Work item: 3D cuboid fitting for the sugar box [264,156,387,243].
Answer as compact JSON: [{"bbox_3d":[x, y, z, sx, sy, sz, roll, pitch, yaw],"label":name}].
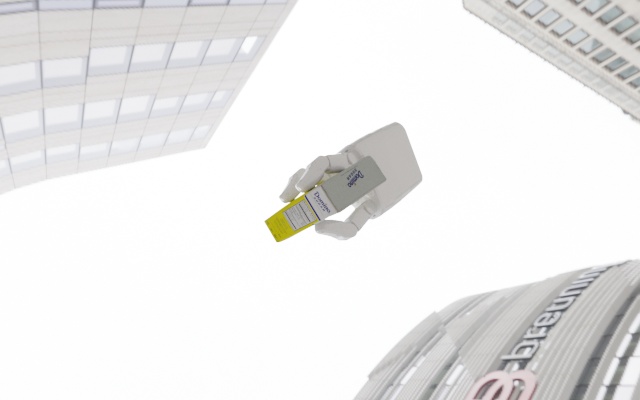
[{"bbox_3d":[0.000,0.002,0.643,0.093,0.048,0.176,-33,-1,-34],"label":"sugar box"}]
